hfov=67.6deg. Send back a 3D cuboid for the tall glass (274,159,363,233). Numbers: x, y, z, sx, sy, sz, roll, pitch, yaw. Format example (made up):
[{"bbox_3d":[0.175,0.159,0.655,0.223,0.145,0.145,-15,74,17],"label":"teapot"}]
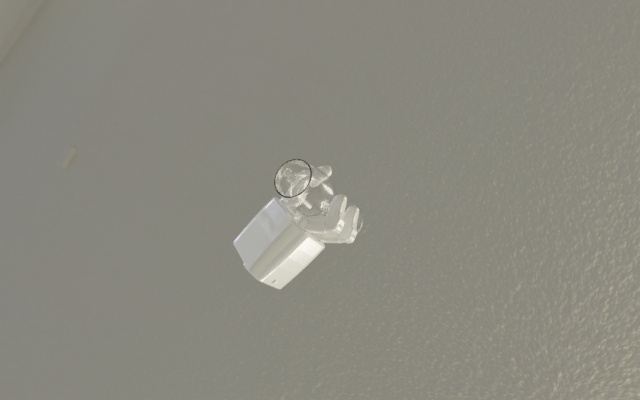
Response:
[{"bbox_3d":[0.000,0.003,0.776,0.079,0.079,0.201,0,-21,26],"label":"tall glass"}]
